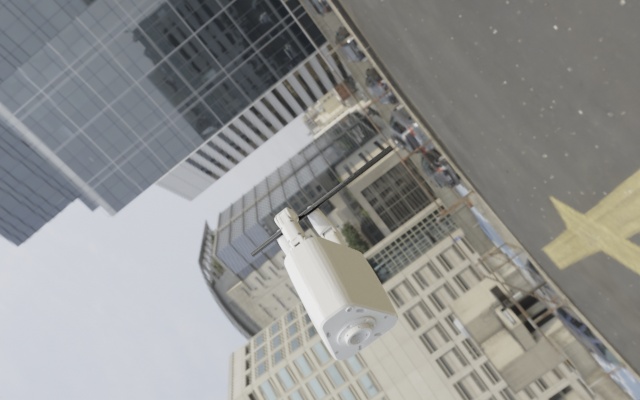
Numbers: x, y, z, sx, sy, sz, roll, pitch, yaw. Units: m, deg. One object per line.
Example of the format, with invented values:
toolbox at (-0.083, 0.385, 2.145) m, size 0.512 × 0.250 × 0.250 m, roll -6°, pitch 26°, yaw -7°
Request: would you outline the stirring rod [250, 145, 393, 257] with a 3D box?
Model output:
stirring rod at (0.000, 0.002, 0.649) m, size 0.239 × 0.011 × 0.011 m, roll -38°, pitch -4°, yaw 6°
